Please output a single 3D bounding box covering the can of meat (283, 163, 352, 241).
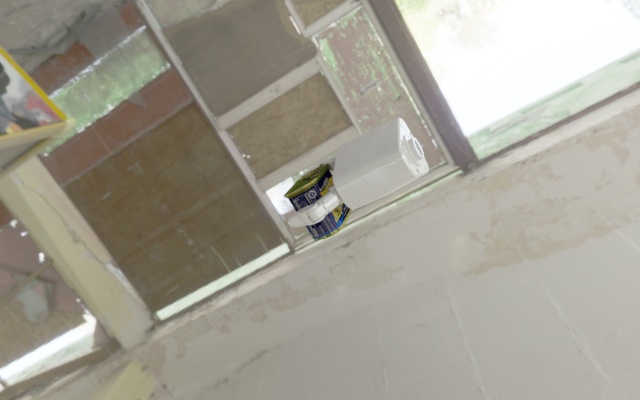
[{"bbox_3d":[0.000,0.003,0.717,0.057,0.084,0.102,-27,12,24],"label":"can of meat"}]
